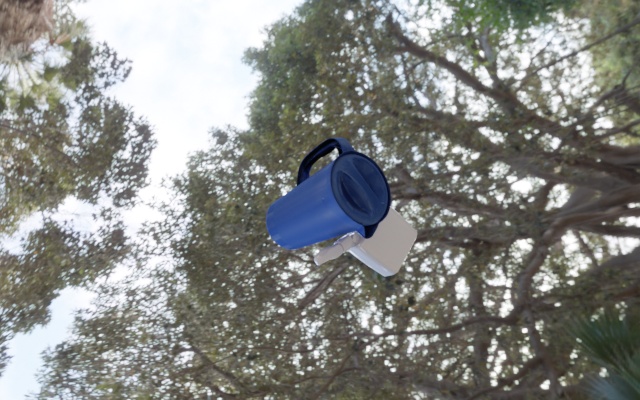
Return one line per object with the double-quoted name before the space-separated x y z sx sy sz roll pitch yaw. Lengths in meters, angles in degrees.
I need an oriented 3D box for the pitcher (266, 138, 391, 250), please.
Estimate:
"pitcher" 0.000 0.003 0.884 0.145 0.149 0.243 39 -37 -20
